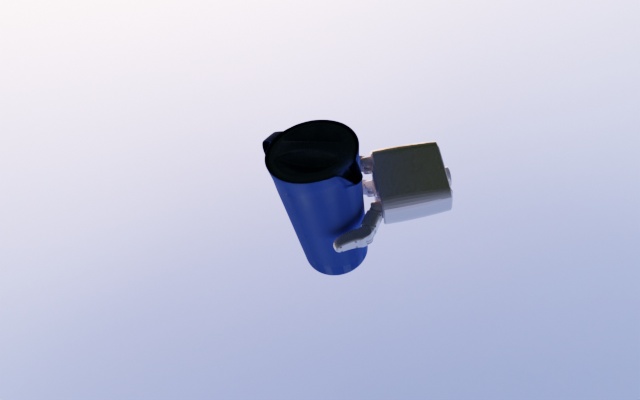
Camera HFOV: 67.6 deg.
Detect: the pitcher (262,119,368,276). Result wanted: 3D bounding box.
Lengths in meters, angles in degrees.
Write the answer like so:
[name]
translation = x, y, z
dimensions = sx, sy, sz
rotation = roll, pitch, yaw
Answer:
[pitcher]
translation = 0.000, 0.002, 0.742
dimensions = 0.145, 0.149, 0.243
rotation = -10, -44, 4
